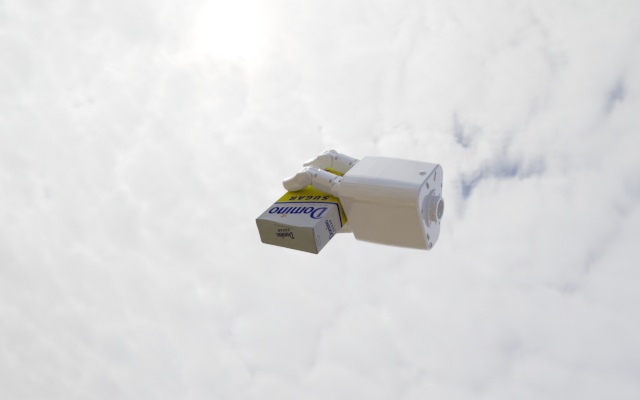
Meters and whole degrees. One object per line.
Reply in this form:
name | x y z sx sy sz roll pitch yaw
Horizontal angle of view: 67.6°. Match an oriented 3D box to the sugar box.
sugar box | 0.000 0.002 0.661 0.093 0.048 0.176 8 32 32
